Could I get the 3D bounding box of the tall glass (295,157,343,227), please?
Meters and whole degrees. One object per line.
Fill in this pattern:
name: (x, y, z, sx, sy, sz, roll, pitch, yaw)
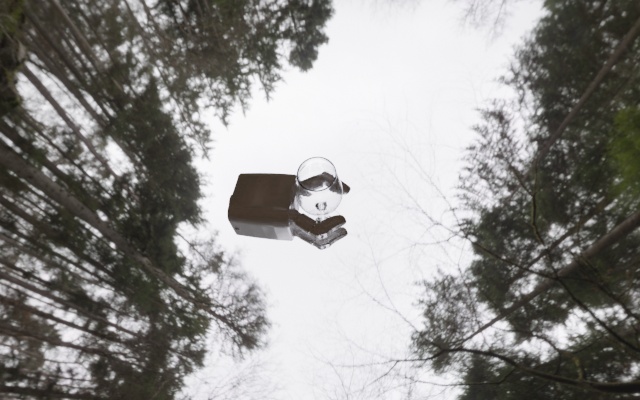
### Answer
tall glass: (0.000, 0.003, 0.819, 0.079, 0.079, 0.201, 0, -26, 4)
